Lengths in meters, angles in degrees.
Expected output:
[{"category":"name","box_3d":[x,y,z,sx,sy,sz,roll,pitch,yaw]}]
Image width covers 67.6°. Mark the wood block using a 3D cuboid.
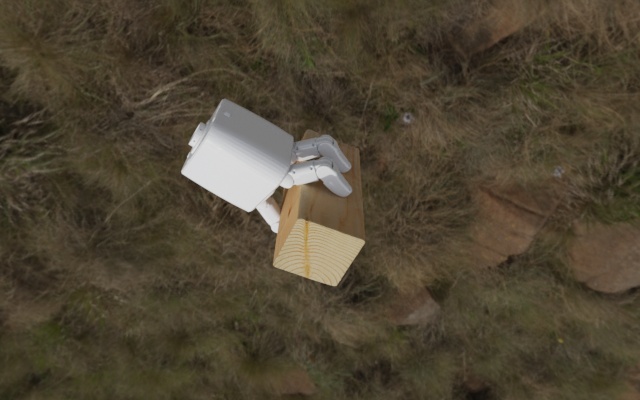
[{"category":"wood block","box_3d":[0.000,0.002,0.660,0.090,0.091,0.206,20,36,-13]}]
